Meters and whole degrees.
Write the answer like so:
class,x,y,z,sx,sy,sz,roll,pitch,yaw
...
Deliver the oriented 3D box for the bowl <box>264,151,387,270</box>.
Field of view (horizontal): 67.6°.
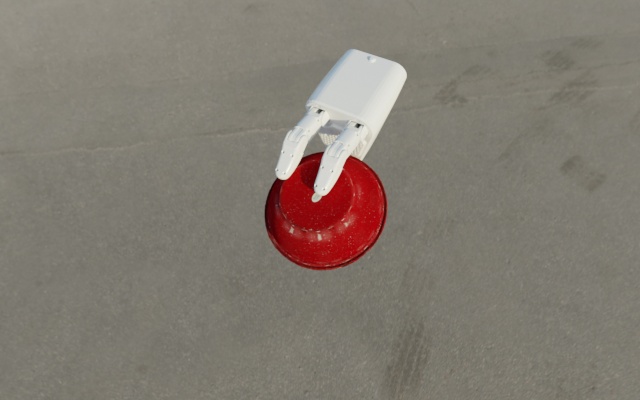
class,x,y,z,sx,sy,sz,roll,pitch,yaw
bowl,0.000,0.003,0.591,0.162,0.162,0.055,0,-19,12
